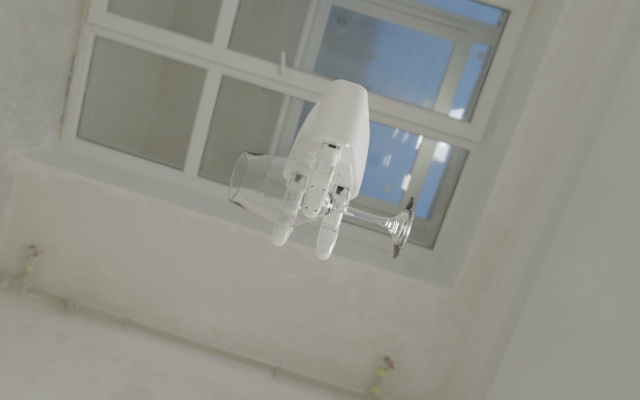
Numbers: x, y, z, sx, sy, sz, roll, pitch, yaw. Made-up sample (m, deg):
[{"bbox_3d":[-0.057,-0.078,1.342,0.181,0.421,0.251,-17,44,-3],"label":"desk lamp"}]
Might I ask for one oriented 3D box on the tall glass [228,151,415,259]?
[{"bbox_3d":[0.001,0.002,0.546,0.201,0.079,0.079,17,0,0],"label":"tall glass"}]
